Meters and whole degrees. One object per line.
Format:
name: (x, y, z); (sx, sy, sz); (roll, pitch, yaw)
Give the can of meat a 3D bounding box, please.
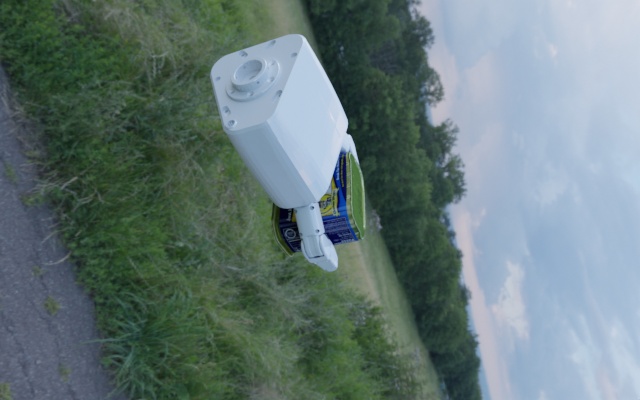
can of meat: (0.000, 0.002, 0.503); (0.084, 0.102, 0.057); (-12, -40, 17)
